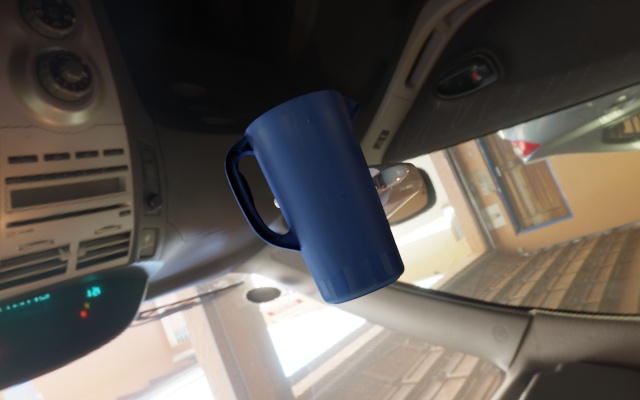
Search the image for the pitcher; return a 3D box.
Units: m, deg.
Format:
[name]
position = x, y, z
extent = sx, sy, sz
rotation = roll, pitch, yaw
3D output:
[pitcher]
position = 0.000, 0.002, 0.591
extent = 0.149, 0.243, 0.145
rotation = -27, -7, 36
